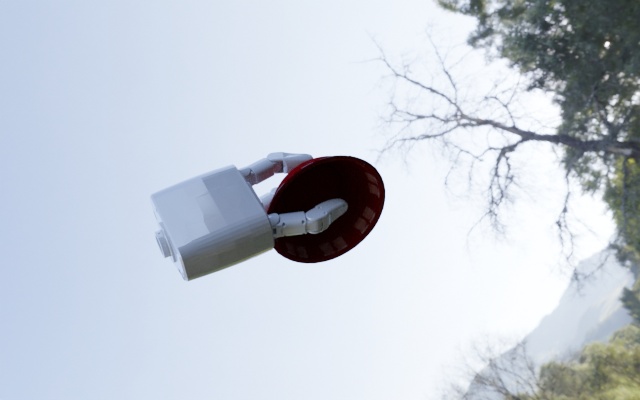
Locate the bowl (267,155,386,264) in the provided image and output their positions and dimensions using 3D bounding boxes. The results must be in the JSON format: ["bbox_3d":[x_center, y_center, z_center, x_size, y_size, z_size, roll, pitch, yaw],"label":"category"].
[{"bbox_3d":[0.001,0.002,0.611,0.162,0.162,0.055,0,33,-26],"label":"bowl"}]
